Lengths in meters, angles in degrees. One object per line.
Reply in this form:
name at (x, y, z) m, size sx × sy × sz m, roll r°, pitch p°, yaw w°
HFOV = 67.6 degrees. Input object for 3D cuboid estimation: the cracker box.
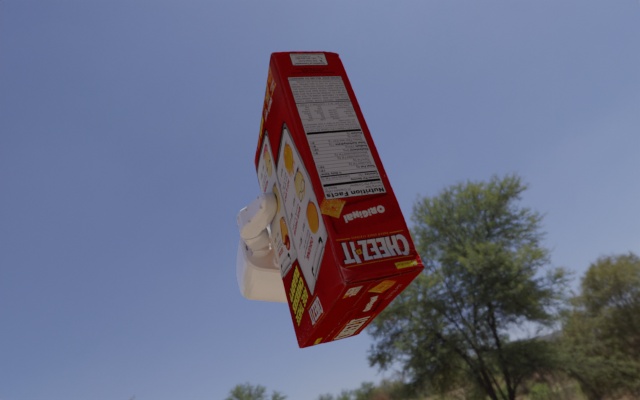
cracker box at (0.000, 0.001, 0.430) m, size 0.072 × 0.213 × 0.164 m, roll -8°, pitch -28°, yaw -19°
